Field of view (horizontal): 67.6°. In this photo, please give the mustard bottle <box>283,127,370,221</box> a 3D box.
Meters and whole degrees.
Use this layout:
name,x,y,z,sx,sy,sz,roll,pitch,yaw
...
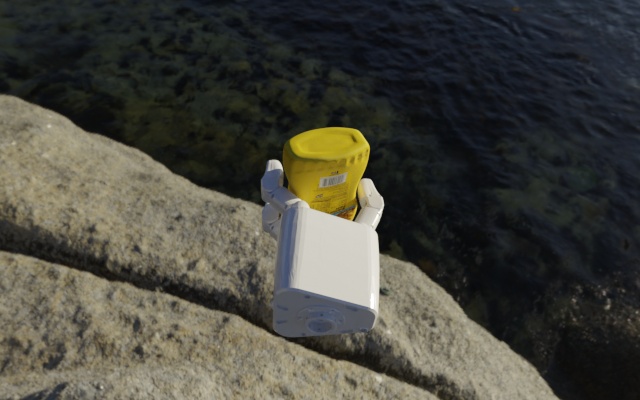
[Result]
name,x,y,z,sx,sy,sz,roll,pitch,yaw
mustard bottle,0.000,0.002,0.595,0.096,0.192,0.058,-13,49,-19
